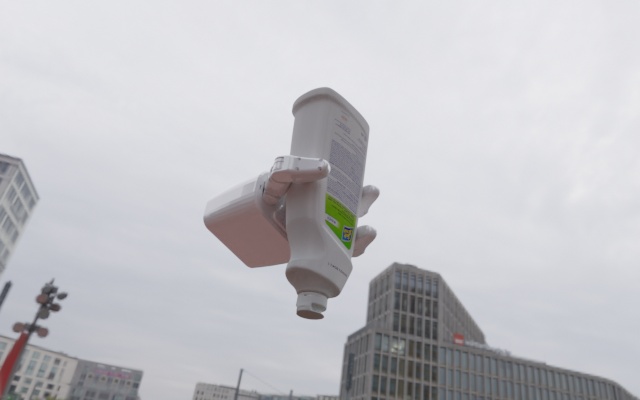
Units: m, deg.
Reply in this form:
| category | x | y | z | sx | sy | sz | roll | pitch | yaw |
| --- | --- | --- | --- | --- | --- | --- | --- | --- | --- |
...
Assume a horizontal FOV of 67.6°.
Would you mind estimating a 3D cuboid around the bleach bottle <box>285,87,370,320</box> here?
| category | x | y | z | sx | sy | sz | roll | pitch | yaw |
| --- | --- | --- | --- | --- | --- | --- | --- | --- | --- |
| bleach bottle | 0.000 | 0.002 | 0.526 | 0.068 | 0.250 | 0.103 | -19 | -40 | 39 |
